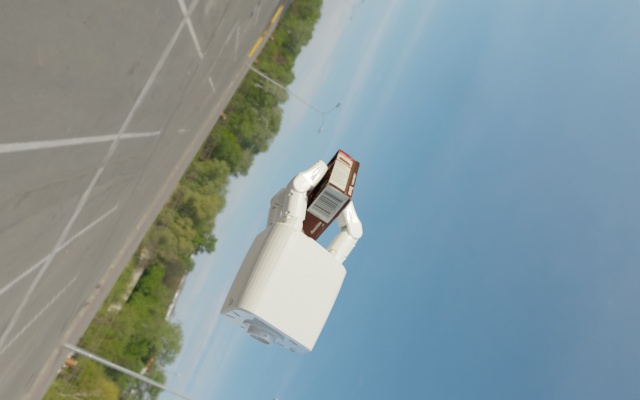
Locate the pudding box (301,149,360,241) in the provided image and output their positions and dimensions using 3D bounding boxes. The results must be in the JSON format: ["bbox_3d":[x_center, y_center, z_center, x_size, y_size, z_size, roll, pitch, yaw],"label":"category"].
[{"bbox_3d":[0.000,0.002,0.604,0.039,0.113,0.090,34,33,-11],"label":"pudding box"}]
